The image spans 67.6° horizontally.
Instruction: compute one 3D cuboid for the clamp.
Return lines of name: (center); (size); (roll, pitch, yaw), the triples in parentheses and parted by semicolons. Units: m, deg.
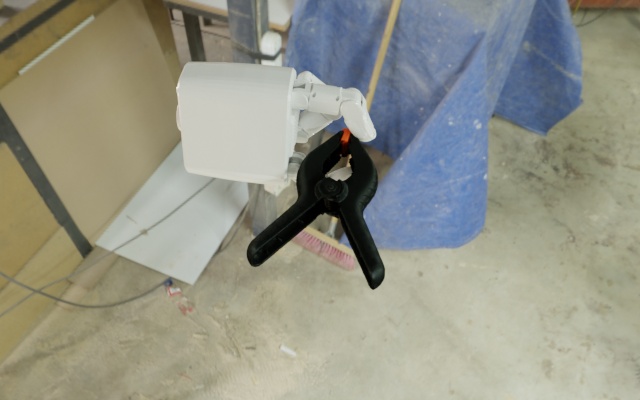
clamp: (0.000, 0.001, 0.448); (0.120, 0.171, 0.039); (6, -38, 0)
